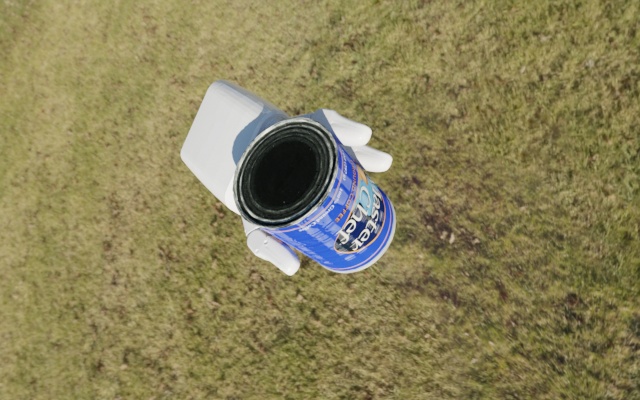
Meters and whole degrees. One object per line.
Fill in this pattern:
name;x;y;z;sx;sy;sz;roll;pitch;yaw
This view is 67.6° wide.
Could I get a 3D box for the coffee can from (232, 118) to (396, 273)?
coffee can;0.000;0.002;0.453;0.103;0.102;0.140;0;-22;29
